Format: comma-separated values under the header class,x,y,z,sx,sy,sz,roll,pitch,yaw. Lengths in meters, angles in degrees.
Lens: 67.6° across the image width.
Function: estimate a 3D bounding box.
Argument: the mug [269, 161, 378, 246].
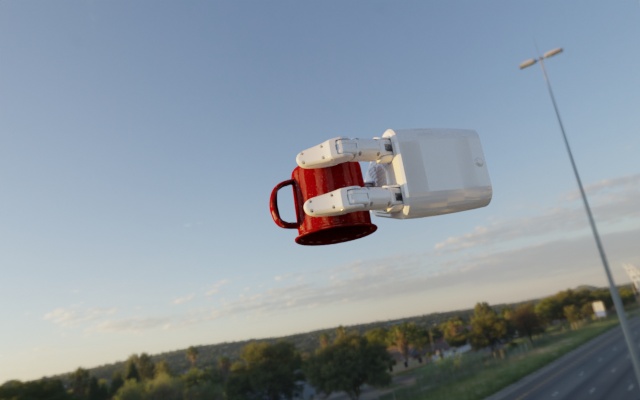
class,x,y,z,sx,sy,sz,roll,pitch,yaw
mug,-0.001,0.002,0.534,0.117,0.081,0.093,-4,-17,-17
